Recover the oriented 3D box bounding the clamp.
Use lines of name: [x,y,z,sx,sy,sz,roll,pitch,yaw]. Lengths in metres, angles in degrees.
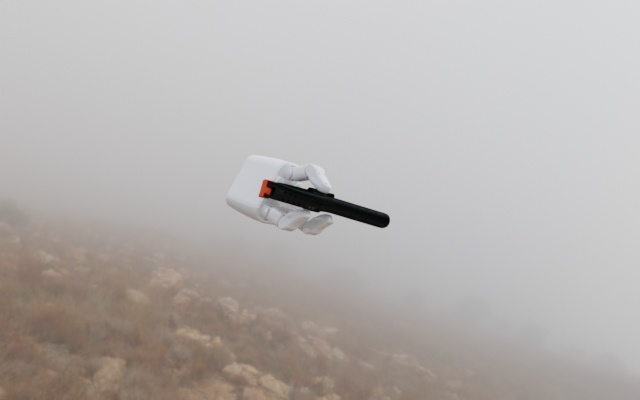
clamp: [0.000,0.002,0.764,0.210,0.036,0.164,12,5,-45]
